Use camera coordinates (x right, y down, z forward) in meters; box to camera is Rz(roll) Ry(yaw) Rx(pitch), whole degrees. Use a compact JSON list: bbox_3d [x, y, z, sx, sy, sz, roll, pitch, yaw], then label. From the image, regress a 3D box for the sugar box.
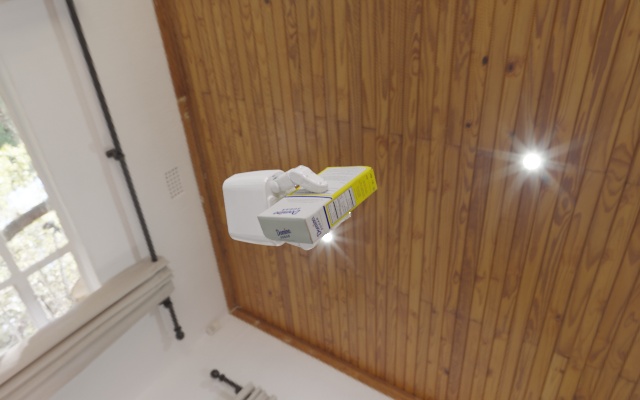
[{"bbox_3d":[0.000,0.003,0.709,0.093,0.048,0.176,2,29,40],"label":"sugar box"}]
